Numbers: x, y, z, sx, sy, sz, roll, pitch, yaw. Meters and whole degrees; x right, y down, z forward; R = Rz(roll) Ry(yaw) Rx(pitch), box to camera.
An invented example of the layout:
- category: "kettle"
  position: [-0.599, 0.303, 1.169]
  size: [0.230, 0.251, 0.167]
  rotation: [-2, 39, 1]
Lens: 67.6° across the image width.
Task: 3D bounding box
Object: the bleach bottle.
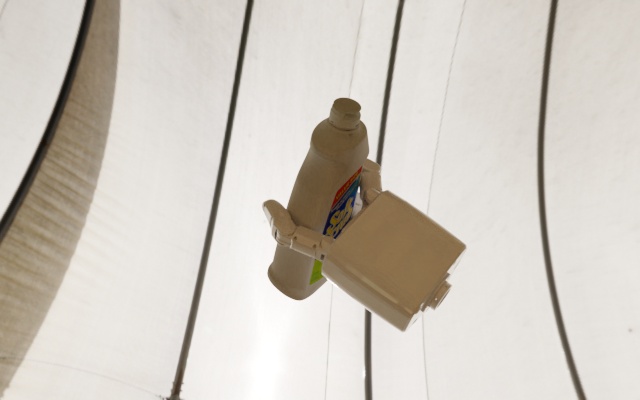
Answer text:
- category: "bleach bottle"
  position: [0.000, 0.002, 0.540]
  size: [0.068, 0.251, 0.102]
  rotation: [35, 47, 22]
